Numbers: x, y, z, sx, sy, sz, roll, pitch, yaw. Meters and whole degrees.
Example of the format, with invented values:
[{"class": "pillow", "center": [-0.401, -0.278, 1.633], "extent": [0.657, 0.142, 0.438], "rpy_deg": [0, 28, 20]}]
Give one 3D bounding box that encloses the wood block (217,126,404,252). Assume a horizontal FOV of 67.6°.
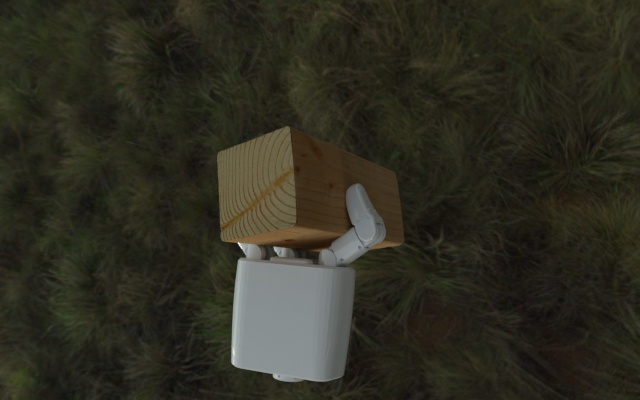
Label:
[{"class": "wood block", "center": [0.000, 0.002, 0.505], "extent": [0.091, 0.090, 0.206], "rpy_deg": [-14, -16, 32]}]
